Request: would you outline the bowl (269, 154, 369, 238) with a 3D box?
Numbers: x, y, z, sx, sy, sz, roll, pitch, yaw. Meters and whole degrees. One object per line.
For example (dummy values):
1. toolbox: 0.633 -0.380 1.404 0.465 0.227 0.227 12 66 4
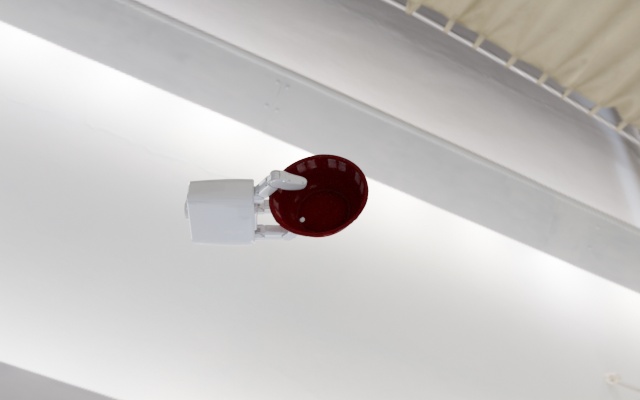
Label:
1. bowl: 0.001 0.003 0.776 0.162 0.162 0.055 0 -35 12
